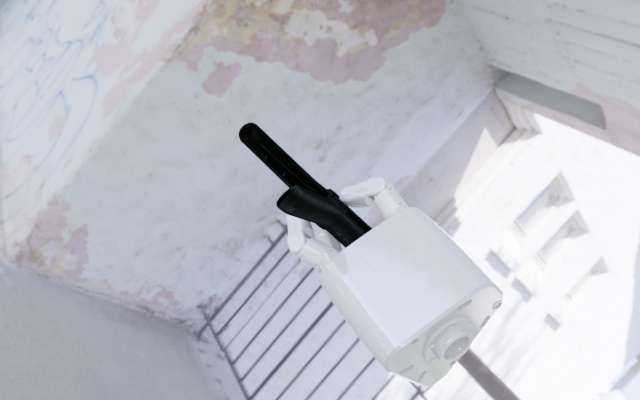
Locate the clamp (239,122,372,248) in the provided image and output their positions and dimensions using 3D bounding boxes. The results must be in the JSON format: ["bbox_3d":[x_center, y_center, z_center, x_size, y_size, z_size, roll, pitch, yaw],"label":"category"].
[{"bbox_3d":[0.001,0.001,0.513,0.210,0.036,0.164,37,12,-42],"label":"clamp"}]
